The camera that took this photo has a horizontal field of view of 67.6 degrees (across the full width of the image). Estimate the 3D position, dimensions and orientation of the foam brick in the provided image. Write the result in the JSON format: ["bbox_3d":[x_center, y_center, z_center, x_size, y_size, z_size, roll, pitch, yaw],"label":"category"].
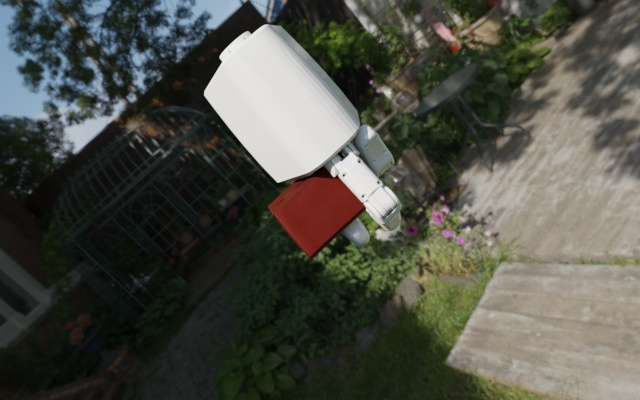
[{"bbox_3d":[0.000,0.002,0.415,0.078,0.051,0.053,-43,14,-2],"label":"foam brick"}]
